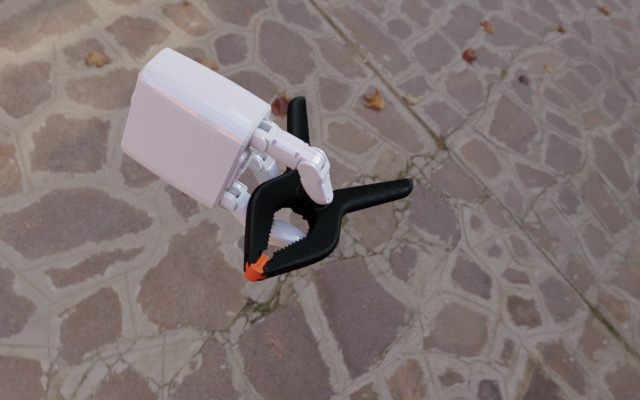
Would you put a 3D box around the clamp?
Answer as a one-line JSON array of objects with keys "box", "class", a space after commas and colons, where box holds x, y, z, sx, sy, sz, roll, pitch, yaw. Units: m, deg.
[{"box": [0.000, 0.001, 0.475, 0.164, 0.210, 0.036, 31, -35, -3], "class": "clamp"}]
